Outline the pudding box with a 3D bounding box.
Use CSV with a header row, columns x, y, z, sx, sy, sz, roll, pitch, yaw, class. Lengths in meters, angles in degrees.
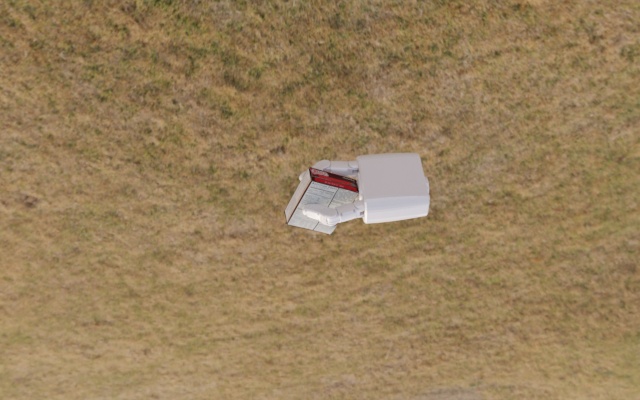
x,y,z,sx,sy,sz,roll,pitch,yaw,class
0.000,0.003,0.808,0.090,0.113,0.039,15,38,-21,pudding box
